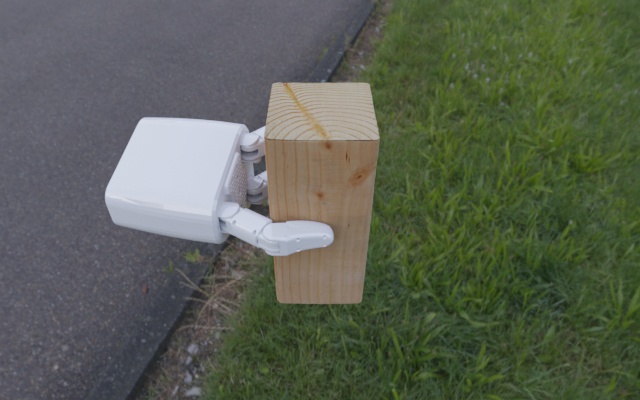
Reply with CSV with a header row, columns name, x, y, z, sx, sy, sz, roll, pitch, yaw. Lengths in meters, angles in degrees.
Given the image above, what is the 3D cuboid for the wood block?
name,x,y,z,sx,sy,sz,roll,pitch,yaw
wood block,0.000,0.002,0.460,0.090,0.206,0.090,0,42,0
